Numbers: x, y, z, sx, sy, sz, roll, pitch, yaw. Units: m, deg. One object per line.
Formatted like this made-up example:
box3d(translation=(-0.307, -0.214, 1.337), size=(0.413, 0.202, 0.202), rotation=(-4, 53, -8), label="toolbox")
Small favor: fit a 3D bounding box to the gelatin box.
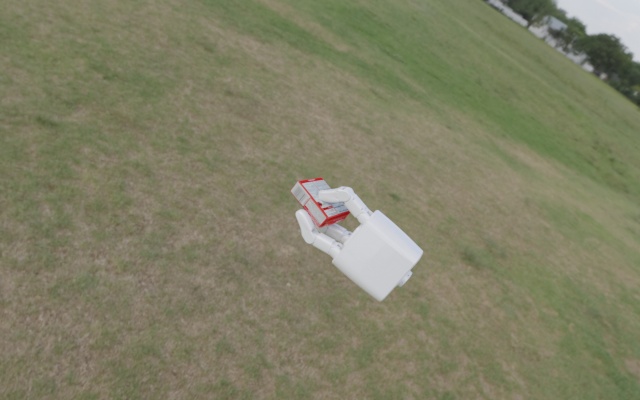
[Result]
box3d(translation=(0.000, 0.002, 0.838), size=(0.030, 0.089, 0.073), rotation=(-49, -19, 30), label="gelatin box")
